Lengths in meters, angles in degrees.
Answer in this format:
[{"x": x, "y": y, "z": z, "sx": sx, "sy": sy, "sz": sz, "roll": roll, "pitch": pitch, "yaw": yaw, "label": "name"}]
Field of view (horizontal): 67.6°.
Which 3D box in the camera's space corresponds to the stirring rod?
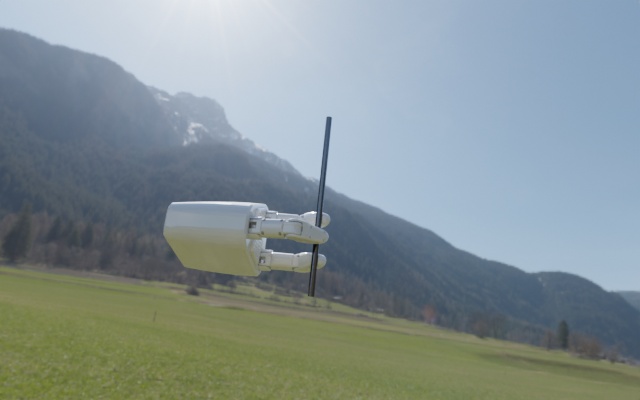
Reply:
[{"x": 0.000, "y": 0.002, "z": 0.615, "sx": 0.011, "sy": 0.239, "sz": 0.011, "roll": 5, "pitch": -16, "yaw": 2, "label": "stirring rod"}]
